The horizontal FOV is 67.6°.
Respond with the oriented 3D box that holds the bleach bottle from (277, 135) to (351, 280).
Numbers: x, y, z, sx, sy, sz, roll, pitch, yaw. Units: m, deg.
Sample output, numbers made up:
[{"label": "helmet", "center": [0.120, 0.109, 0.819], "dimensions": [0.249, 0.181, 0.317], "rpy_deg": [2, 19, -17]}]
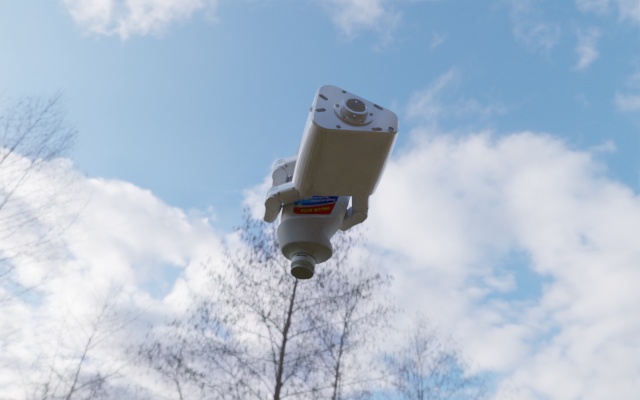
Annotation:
[{"label": "bleach bottle", "center": [0.000, 0.002, 0.671], "dimensions": [0.102, 0.250, 0.068], "rpy_deg": [13, -44, -4]}]
